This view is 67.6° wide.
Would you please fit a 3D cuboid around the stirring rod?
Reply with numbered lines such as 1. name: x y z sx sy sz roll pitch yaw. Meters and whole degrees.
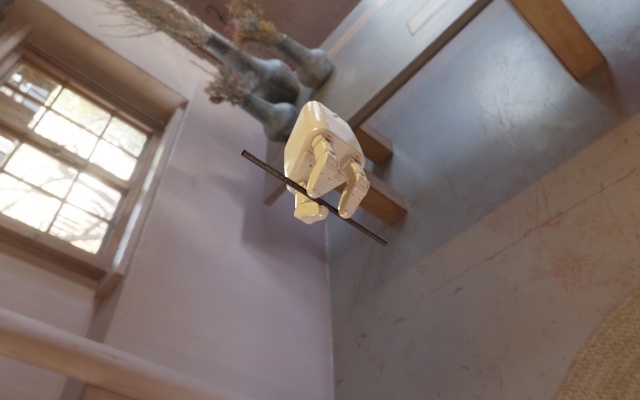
1. stirring rod: 0.000 0.002 0.612 0.239 0.011 0.011 33 -16 -27
